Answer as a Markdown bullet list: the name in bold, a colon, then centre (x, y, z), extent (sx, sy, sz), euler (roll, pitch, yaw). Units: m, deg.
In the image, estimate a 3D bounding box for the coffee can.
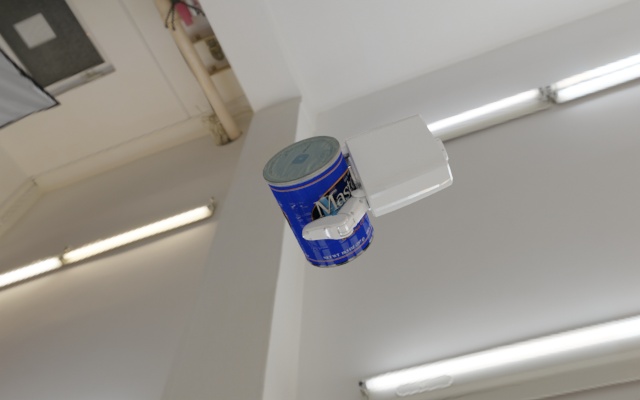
- **coffee can**: centre (0.000, 0.002, 0.623), extent (0.103, 0.140, 0.102), euler (-18, 31, 11)
